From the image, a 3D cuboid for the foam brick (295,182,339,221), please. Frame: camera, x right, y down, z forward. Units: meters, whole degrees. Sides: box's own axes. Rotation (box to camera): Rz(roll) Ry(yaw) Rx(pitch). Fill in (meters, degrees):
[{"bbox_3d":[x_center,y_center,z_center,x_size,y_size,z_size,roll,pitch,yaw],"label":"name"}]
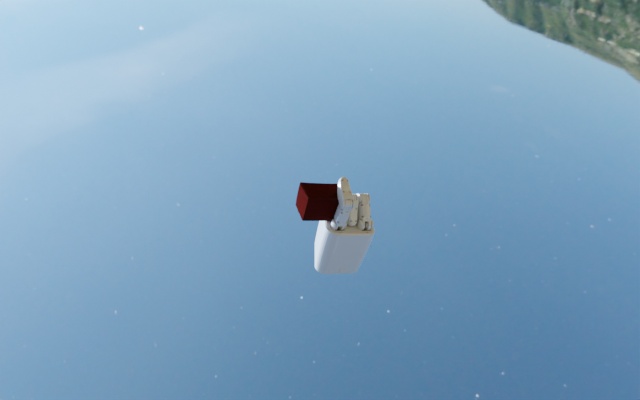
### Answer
[{"bbox_3d":[0.000,0.003,0.873,0.078,0.051,0.053,2,36,-22],"label":"foam brick"}]
